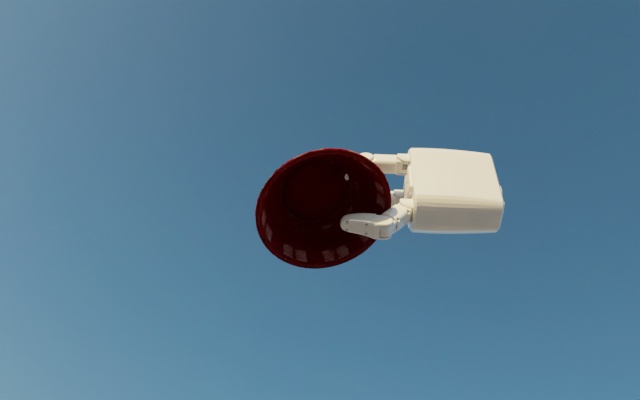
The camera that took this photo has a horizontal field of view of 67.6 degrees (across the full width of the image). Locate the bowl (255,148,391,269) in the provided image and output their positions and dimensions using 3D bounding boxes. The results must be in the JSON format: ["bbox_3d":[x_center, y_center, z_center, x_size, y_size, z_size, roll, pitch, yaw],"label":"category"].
[{"bbox_3d":[-0.001,0.001,0.572,0.162,0.162,0.055,0,30,-14],"label":"bowl"}]
